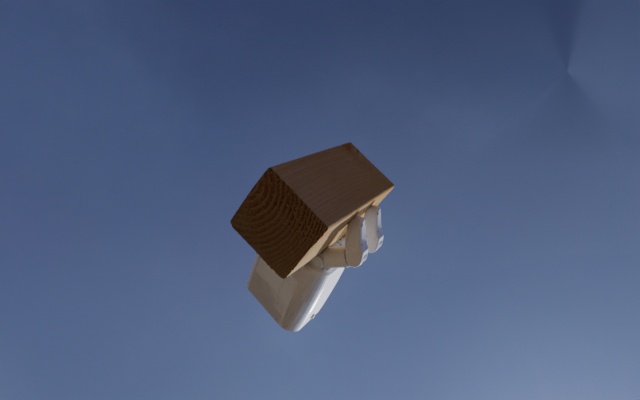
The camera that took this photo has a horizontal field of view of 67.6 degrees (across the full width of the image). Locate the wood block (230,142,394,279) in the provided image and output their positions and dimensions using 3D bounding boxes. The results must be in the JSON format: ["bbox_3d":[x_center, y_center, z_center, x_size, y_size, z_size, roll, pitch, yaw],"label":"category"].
[{"bbox_3d":[0.000,0.002,0.585,0.090,0.091,0.206,-51,-11,28],"label":"wood block"}]
